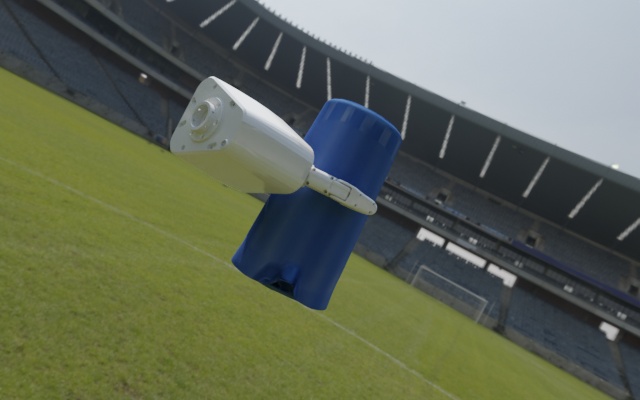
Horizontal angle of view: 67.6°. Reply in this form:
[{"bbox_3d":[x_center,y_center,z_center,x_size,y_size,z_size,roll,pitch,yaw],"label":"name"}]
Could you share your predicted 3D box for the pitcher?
[{"bbox_3d":[0.000,0.002,0.607,0.149,0.243,0.145,27,-1,42],"label":"pitcher"}]
